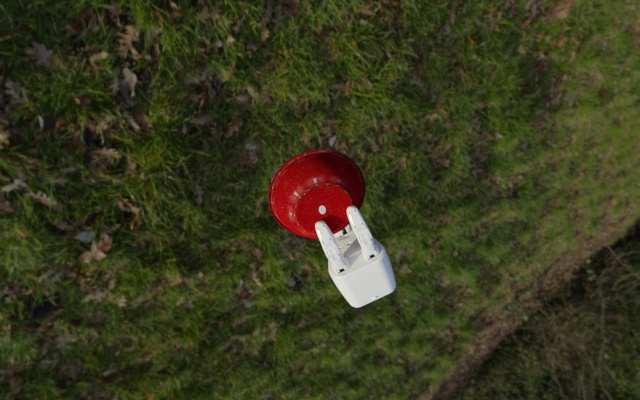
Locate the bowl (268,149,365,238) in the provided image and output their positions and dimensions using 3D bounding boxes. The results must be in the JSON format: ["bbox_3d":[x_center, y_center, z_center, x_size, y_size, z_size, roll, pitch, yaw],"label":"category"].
[{"bbox_3d":[-0.001,0.002,0.756,0.162,0.162,0.055,0,28,-13],"label":"bowl"}]
